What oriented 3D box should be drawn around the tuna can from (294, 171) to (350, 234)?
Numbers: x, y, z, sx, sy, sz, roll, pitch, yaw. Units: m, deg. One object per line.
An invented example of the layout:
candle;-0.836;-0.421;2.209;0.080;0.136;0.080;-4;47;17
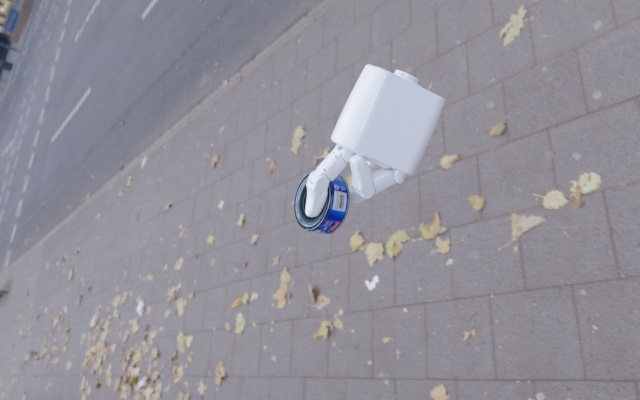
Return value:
tuna can;0.000;0.002;0.657;0.034;0.086;0.086;12;-7;-37
